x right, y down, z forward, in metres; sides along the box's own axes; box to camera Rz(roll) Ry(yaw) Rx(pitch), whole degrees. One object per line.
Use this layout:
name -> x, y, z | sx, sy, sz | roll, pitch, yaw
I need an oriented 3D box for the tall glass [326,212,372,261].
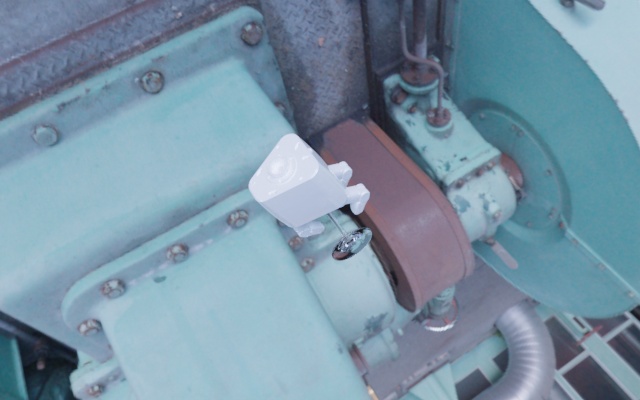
tall glass -> 0.000, 0.003, 0.804 | 0.079, 0.079, 0.201 | 0, 42, -43
